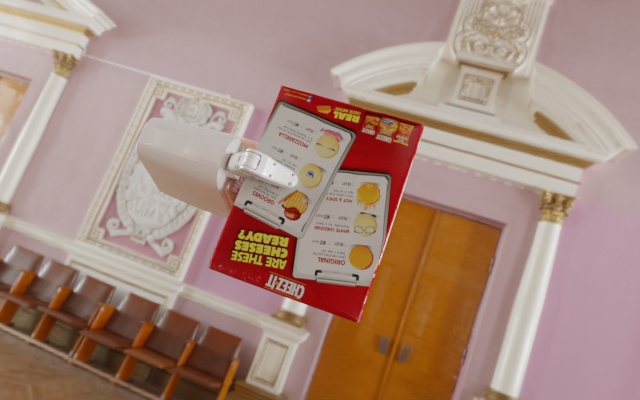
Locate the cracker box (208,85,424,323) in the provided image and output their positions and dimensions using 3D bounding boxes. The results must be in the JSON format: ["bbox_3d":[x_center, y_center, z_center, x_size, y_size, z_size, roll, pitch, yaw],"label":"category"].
[{"bbox_3d":[0.000,0.001,0.517,0.164,0.213,0.072,18,-10,12],"label":"cracker box"}]
